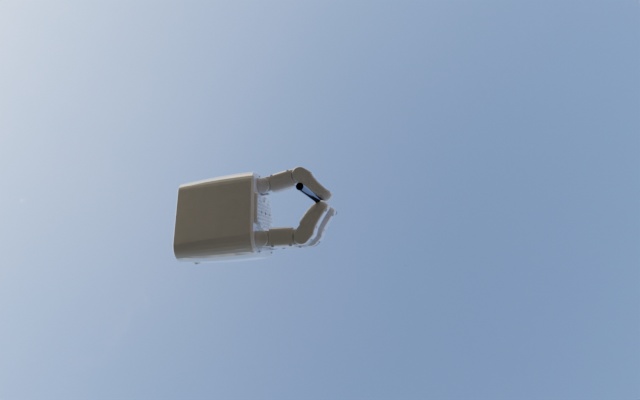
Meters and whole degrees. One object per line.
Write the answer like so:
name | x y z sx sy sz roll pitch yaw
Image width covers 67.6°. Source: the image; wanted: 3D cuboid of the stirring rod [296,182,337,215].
stirring rod | 0.000 0.002 0.593 0.011 0.011 0.239 0 -8 10
